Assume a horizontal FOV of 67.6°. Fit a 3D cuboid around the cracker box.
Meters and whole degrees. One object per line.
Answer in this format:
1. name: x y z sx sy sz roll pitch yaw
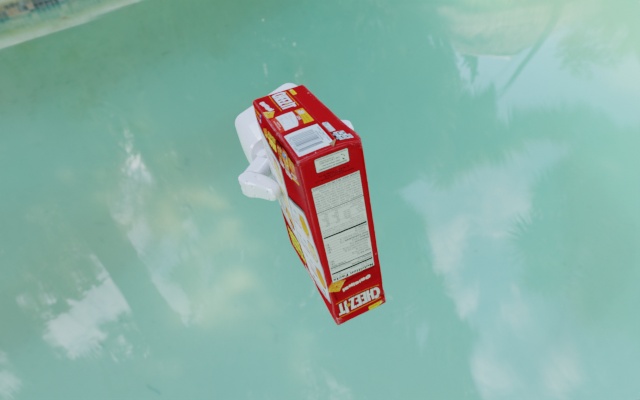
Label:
1. cracker box: 0.000 0.002 0.529 0.072 0.214 0.164 -21 36 -11
